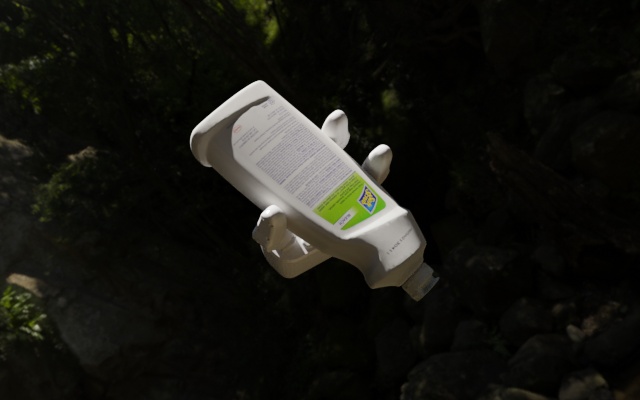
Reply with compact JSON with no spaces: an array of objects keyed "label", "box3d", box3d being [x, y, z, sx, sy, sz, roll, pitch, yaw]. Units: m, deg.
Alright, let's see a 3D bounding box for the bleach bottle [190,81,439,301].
[{"label":"bleach bottle","box3d":[0.000,0.001,0.447,0.102,0.251,0.068,-44,-12,-17]}]
